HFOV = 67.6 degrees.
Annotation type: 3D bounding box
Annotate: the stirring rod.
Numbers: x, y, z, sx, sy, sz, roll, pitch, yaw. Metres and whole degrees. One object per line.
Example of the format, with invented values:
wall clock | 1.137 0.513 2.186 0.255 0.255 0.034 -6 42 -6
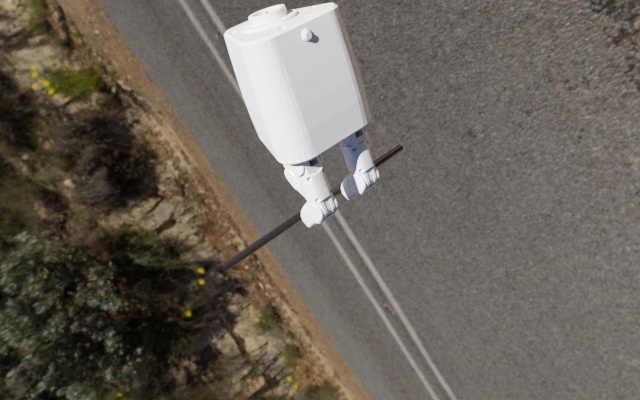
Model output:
stirring rod | 0.000 0.001 0.493 0.239 0.011 0.011 -34 15 -24
